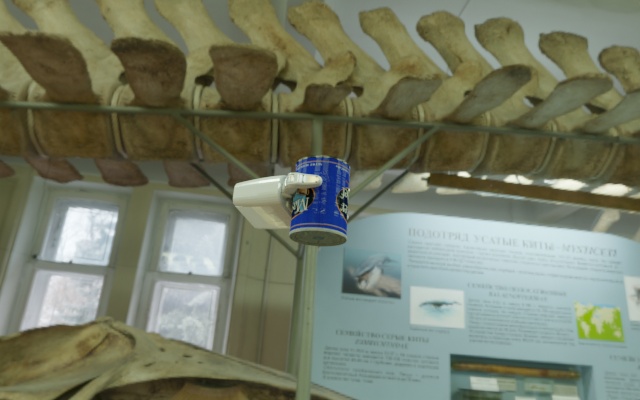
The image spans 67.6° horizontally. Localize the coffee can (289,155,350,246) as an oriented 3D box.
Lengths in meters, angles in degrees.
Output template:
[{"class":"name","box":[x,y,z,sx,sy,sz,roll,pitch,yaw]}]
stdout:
[{"class":"coffee can","box":[0.000,0.003,0.865,0.103,0.140,0.103,4,-19,1]}]
